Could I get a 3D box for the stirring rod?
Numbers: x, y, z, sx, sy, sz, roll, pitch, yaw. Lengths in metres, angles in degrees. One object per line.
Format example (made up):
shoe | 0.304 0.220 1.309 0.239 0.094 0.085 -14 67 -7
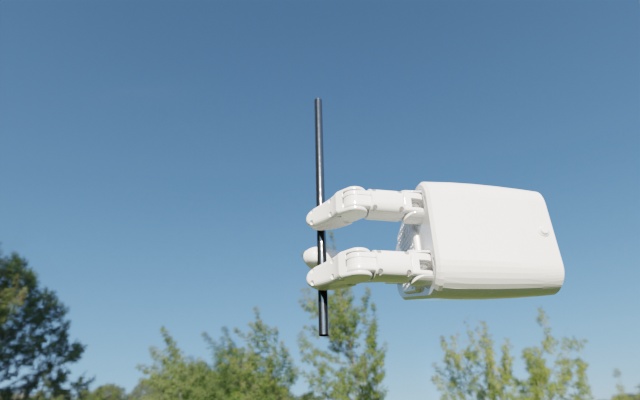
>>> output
stirring rod | 0.000 0.002 0.434 0.011 0.239 0.011 -1 -29 -1
